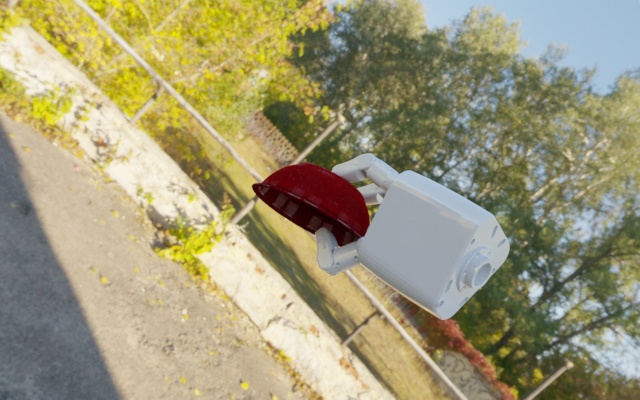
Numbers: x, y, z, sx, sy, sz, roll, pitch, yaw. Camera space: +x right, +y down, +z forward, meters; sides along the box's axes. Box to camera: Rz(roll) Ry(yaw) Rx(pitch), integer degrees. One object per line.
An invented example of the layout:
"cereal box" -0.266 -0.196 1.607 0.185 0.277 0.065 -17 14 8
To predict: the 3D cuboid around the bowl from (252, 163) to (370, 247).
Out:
"bowl" -0.001 0.001 0.578 0.162 0.055 0.162 27 -13 7
